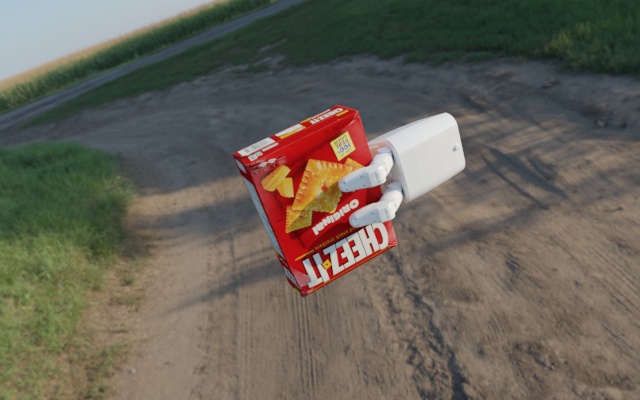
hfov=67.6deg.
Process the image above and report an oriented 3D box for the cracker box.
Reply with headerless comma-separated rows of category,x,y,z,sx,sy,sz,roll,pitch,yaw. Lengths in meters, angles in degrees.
cracker box,0.000,0.002,0.655,0.164,0.214,0.072,-27,26,-14
